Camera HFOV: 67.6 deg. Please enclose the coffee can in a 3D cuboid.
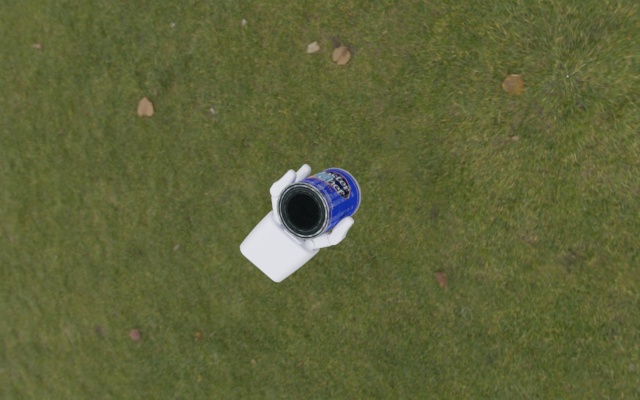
[{"bbox_3d":[0.000,0.003,0.865,0.103,0.103,0.140,0,13,28],"label":"coffee can"}]
